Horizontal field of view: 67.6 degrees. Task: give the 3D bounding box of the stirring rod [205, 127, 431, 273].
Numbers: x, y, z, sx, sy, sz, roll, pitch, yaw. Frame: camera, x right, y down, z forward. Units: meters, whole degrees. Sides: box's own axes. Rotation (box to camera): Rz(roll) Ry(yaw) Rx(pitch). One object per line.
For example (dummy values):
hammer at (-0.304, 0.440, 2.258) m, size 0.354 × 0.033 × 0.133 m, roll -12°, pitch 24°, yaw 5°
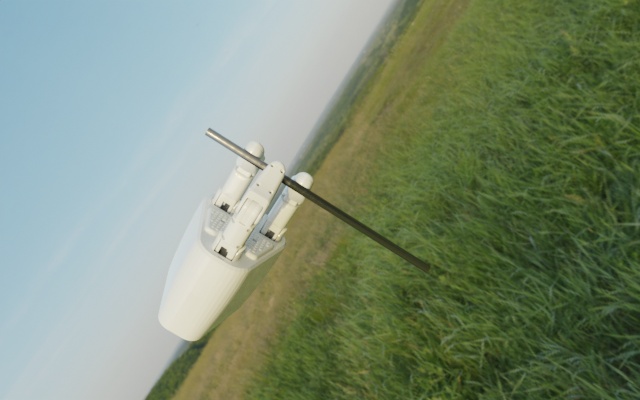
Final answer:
stirring rod at (0.000, 0.002, 0.440) m, size 0.239 × 0.011 × 0.011 m, roll 32°, pitch -4°, yaw -6°
